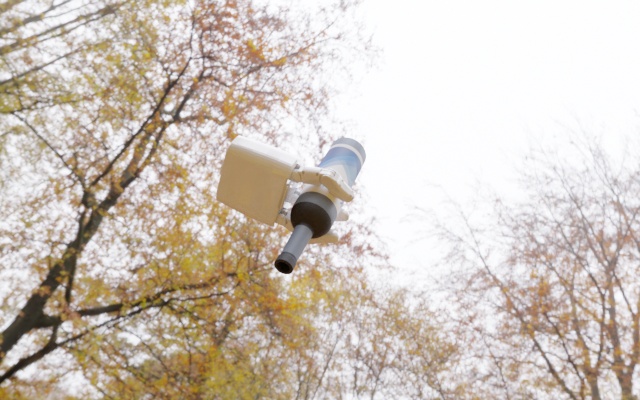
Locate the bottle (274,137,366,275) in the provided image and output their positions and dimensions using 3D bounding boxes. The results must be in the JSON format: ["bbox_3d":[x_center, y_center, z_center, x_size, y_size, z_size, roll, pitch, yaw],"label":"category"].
[{"bbox_3d":[0.000,0.002,0.740,0.069,0.069,0.295,0,36,25],"label":"bottle"}]
